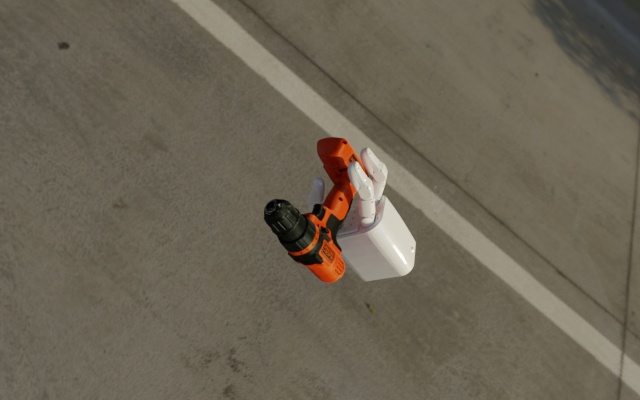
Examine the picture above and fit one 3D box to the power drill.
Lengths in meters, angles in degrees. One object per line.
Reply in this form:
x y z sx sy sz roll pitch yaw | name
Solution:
0.000 0.002 0.690 0.057 0.187 0.184 4 -32 33 | power drill
